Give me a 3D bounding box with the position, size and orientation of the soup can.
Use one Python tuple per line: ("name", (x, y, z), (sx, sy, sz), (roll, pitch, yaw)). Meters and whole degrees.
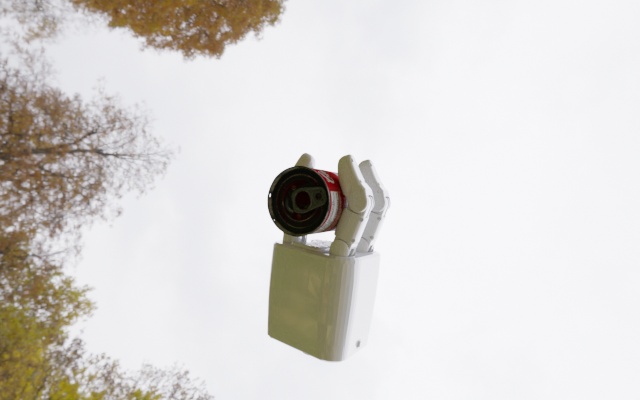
("soup can", (0.000, 0.001, 0.499), (0.068, 0.068, 0.102), (0, -1, 26))
